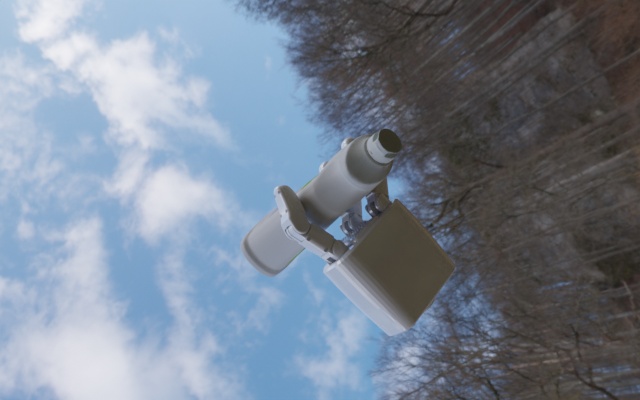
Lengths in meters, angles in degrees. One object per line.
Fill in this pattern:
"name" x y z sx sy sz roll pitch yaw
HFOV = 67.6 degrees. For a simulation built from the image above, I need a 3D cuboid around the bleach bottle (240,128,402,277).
"bleach bottle" 0.000 0.002 0.547 0.102 0.068 0.251 -47 4 -41
